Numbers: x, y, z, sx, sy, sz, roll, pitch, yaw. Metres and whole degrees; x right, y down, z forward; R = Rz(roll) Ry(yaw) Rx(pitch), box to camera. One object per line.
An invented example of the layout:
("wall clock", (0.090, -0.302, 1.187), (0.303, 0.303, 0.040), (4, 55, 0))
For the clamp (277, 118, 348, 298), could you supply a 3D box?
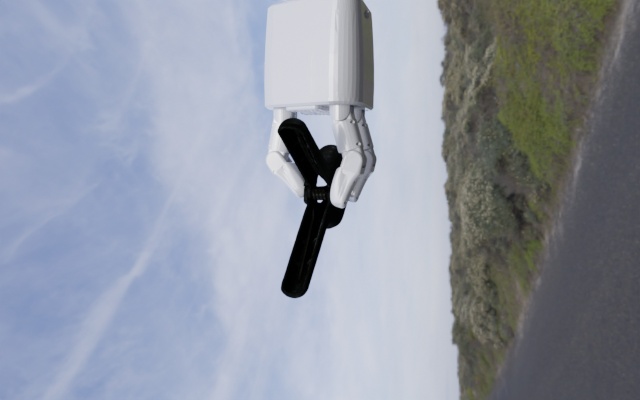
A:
("clamp", (-0.001, 0.001, 0.509), (0.036, 0.164, 0.210), (5, 7, 16))
